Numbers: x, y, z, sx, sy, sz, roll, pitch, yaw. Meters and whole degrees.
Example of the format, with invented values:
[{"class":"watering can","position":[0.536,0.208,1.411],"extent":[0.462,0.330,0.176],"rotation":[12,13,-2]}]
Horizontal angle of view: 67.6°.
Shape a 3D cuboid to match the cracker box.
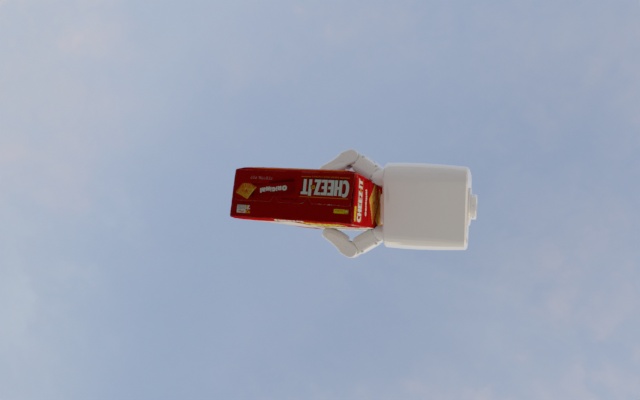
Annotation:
[{"class":"cracker box","position":[0.000,0.002,0.671],"extent":[0.164,0.072,0.214],"rotation":[2,-5,20]}]
